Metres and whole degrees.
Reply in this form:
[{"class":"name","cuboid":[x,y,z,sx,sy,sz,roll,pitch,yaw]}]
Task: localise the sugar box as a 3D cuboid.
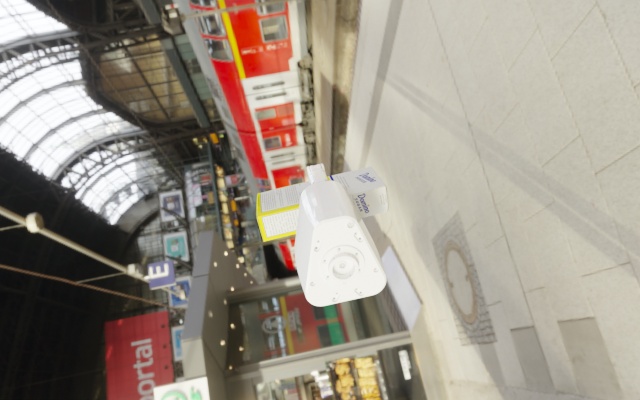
[{"class":"sugar box","cuboid":[0.000,0.003,0.671,0.176,0.048,0.093,-11,22,-3]}]
